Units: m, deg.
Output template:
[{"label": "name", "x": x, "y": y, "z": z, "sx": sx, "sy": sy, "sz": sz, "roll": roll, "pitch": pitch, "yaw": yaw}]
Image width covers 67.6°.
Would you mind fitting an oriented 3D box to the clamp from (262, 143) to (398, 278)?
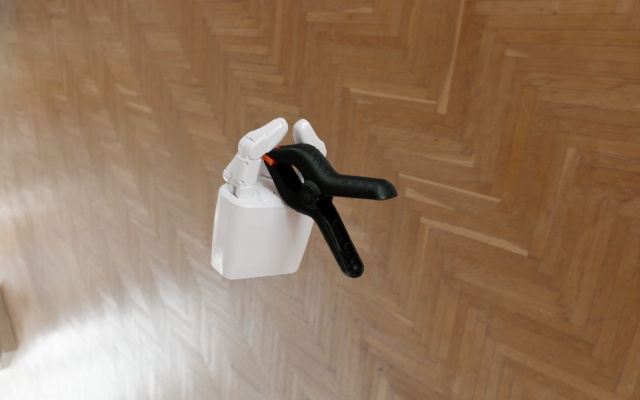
[{"label": "clamp", "x": 0.000, "y": 0.002, "z": 0.508, "sx": 0.039, "sy": 0.120, "sz": 0.171, "roll": -14, "pitch": 37, "yaw": -44}]
